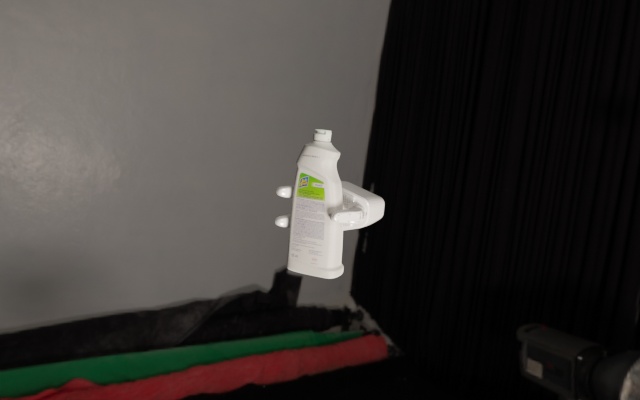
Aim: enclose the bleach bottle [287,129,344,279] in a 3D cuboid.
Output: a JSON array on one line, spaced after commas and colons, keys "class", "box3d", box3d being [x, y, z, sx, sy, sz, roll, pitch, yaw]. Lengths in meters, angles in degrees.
[{"class": "bleach bottle", "box3d": [0.000, 0.003, 0.838, 0.102, 0.251, 0.068, 9, 8, 23]}]
